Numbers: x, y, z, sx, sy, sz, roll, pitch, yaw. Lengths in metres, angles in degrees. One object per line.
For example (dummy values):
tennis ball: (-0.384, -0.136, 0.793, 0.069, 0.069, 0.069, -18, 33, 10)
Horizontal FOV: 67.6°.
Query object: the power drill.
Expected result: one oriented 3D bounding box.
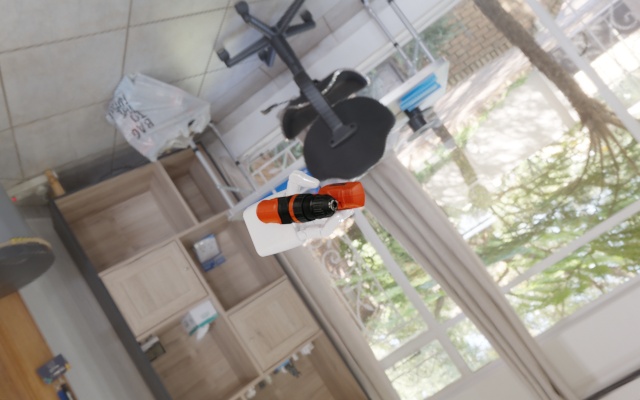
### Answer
power drill: (0.000, 0.003, 0.894, 0.184, 0.057, 0.187, -4, 5, 42)
